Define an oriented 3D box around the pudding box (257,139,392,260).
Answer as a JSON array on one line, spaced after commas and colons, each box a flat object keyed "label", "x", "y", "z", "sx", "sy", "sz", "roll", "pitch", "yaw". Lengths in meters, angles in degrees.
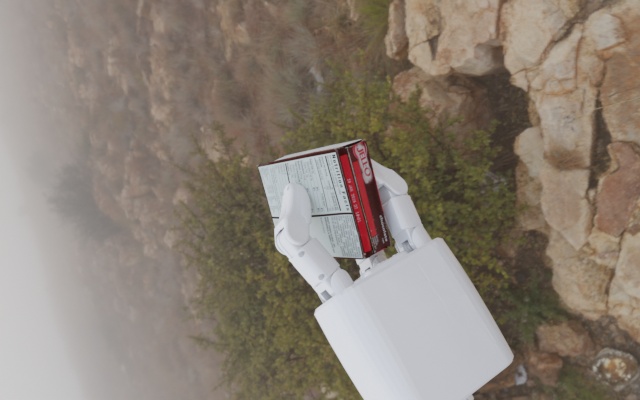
[{"label": "pudding box", "x": 0.000, "y": 0.001, "z": 0.406, "sx": 0.039, "sy": 0.090, "sz": 0.113, "roll": -21, "pitch": 11, "yaw": -41}]
